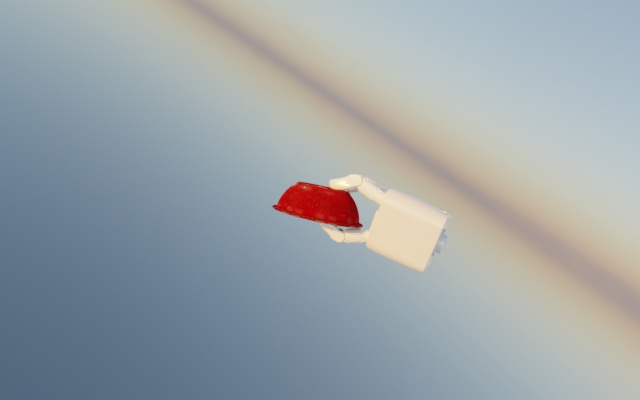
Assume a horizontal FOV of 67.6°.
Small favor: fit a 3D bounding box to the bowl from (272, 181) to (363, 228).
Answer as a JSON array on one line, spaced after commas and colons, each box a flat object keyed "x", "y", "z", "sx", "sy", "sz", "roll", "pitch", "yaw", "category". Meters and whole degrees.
[{"x": -0.001, "y": 0.002, "z": 0.830, "sx": 0.162, "sy": 0.055, "sz": 0.162, "roll": 12, "pitch": 4, "yaw": -1, "category": "bowl"}]
